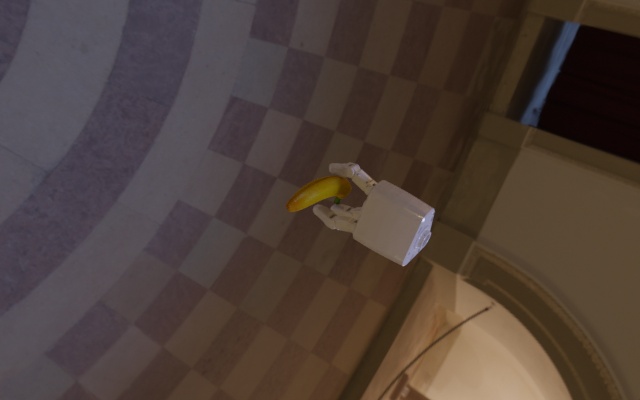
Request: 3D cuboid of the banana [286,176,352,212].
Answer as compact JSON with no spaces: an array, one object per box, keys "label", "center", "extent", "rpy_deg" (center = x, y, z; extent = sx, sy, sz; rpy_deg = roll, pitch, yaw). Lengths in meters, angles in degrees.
[{"label":"banana","center":[0.010,-0.013,0.855],"extent":[0.037,0.070,0.198],"rpy_deg":[34,17,23]}]
